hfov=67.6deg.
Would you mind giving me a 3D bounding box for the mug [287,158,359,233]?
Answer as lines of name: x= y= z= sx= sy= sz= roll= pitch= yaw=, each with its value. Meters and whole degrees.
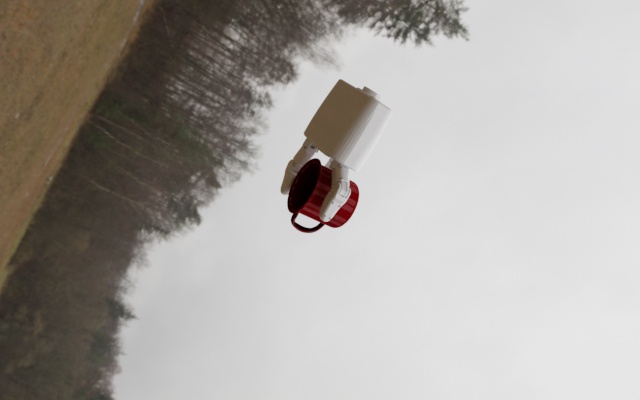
mug: x=0.000 y=0.004 z=0.748 sx=0.081 sy=0.117 sz=0.093 roll=26 pitch=15 yaw=-25
